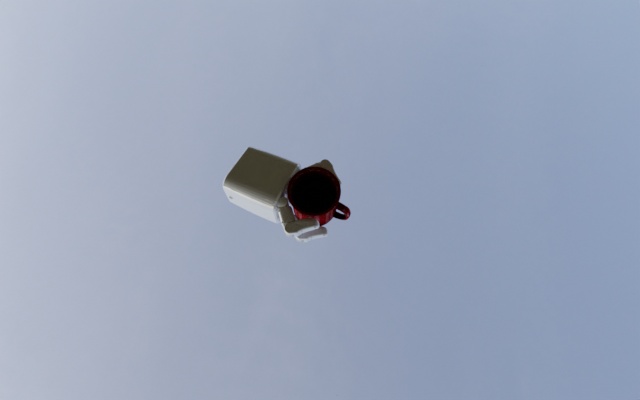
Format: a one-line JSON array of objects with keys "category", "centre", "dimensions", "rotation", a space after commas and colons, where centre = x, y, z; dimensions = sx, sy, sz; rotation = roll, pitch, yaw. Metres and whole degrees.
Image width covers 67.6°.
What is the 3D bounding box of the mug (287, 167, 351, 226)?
[{"category": "mug", "centre": [0.001, 0.003, 0.853], "dimensions": [0.117, 0.093, 0.081], "rotation": [23, -20, 9]}]
